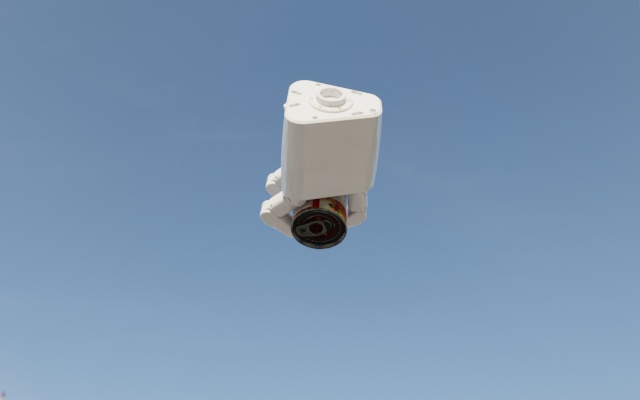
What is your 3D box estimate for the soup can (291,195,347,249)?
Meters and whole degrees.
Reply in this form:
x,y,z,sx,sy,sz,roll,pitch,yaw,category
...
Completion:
x,y,z,sx,sy,sz,roll,pitch,yaw,category
0.000,0.002,0.610,0.068,0.069,0.102,0,42,3,soup can
